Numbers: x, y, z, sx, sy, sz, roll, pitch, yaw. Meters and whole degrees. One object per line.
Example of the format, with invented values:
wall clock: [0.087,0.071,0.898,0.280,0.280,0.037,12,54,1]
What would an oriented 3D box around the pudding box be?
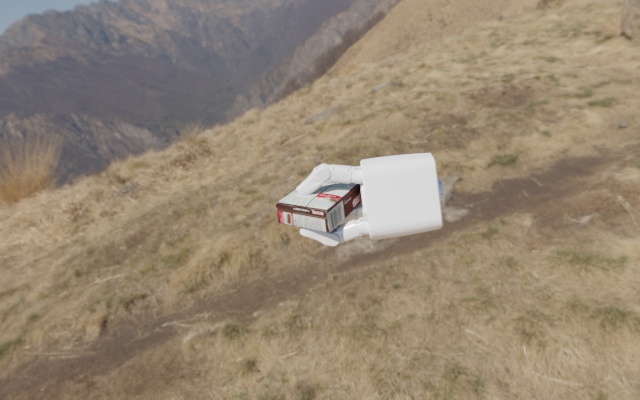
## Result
pudding box: [0.000,0.002,0.726,0.090,0.039,0.113,8,27,29]
